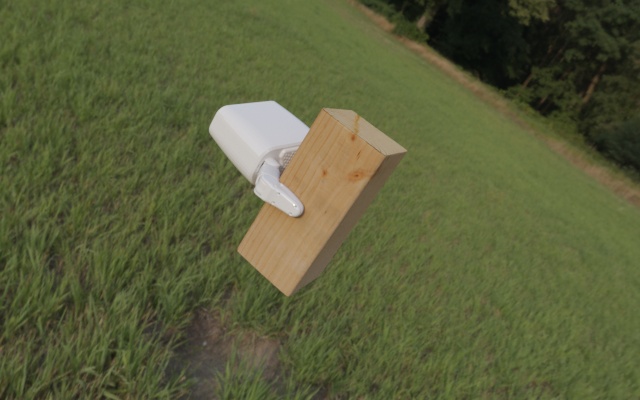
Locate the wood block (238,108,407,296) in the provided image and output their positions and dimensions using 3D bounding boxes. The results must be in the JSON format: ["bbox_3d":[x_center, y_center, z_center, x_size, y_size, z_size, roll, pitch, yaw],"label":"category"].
[{"bbox_3d":[0.000,0.002,0.574,0.090,0.206,0.091,39,22,16],"label":"wood block"}]
